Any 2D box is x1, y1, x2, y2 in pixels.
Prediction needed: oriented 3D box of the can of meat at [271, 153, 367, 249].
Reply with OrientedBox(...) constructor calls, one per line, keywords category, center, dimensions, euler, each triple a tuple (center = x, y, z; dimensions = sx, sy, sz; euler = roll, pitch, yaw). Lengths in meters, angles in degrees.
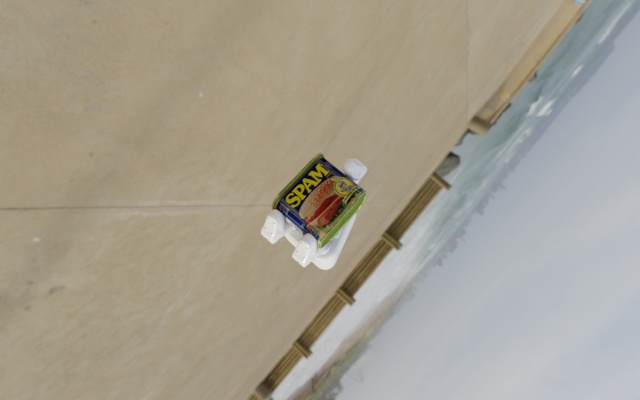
OrientedBox(category="can of meat", center=(0.000, 0.002, 0.638), dimensions=(0.084, 0.102, 0.057), euler=(40, -13, 14))
